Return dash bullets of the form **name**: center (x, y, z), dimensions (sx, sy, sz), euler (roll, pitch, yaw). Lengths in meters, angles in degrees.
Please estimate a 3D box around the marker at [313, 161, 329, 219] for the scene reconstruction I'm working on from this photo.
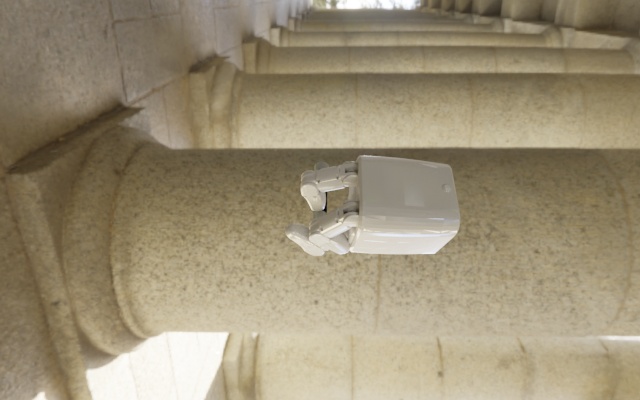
- **marker**: center (0.000, 0.002, 0.601), dimensions (0.020, 0.121, 0.020), euler (1, -37, 1)
